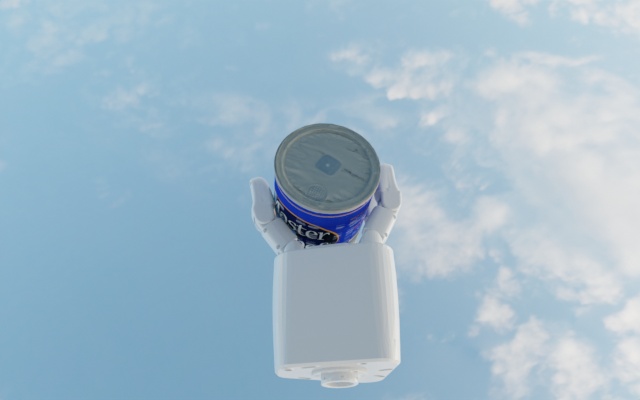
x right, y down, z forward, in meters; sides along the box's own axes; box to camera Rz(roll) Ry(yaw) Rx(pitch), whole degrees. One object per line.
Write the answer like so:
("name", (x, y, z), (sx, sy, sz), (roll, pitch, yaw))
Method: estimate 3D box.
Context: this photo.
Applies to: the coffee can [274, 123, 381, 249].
("coffee can", (0.000, 0.001, 0.512), (0.103, 0.102, 0.140), (0, -31, -7))
